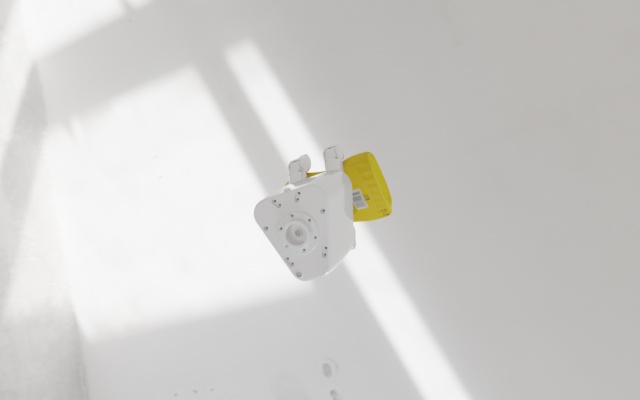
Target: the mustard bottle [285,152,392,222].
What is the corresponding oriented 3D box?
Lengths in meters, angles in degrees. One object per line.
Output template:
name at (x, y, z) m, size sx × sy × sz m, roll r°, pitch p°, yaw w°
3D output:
mustard bottle at (0.000, 0.002, 0.691) m, size 0.191 × 0.096 × 0.058 m, roll -17°, pitch 30°, yaw 18°
